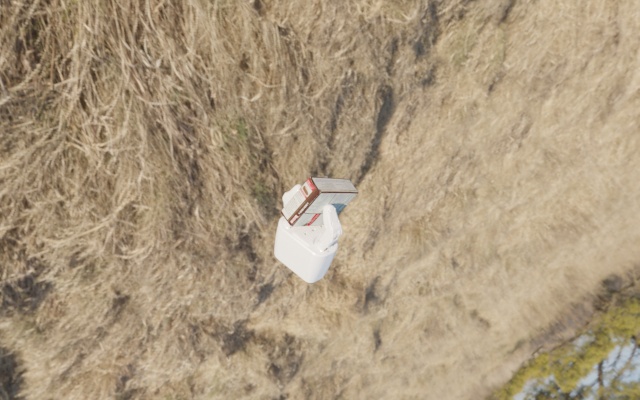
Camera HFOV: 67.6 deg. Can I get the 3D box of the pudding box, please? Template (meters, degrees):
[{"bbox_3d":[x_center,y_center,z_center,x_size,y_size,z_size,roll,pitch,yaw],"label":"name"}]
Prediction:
[{"bbox_3d":[0.000,0.003,0.820,0.113,0.039,0.090,-2,-41,-53],"label":"pudding box"}]
